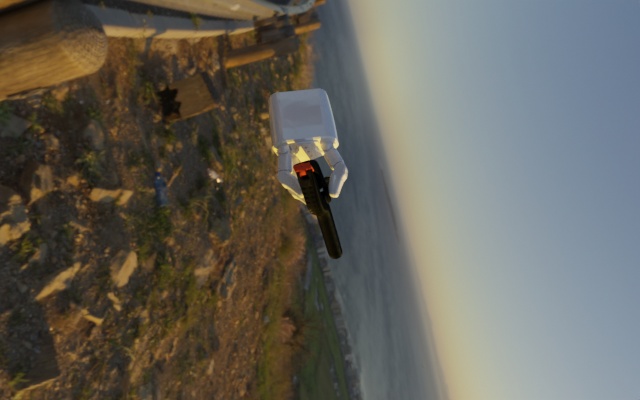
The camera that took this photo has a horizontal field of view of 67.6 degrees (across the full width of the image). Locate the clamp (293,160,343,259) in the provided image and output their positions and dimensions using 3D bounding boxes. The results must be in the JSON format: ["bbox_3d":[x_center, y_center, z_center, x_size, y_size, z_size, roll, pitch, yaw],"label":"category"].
[{"bbox_3d":[0.001,0.002,0.806,0.036,0.164,0.210,-12,-21,10],"label":"clamp"}]
